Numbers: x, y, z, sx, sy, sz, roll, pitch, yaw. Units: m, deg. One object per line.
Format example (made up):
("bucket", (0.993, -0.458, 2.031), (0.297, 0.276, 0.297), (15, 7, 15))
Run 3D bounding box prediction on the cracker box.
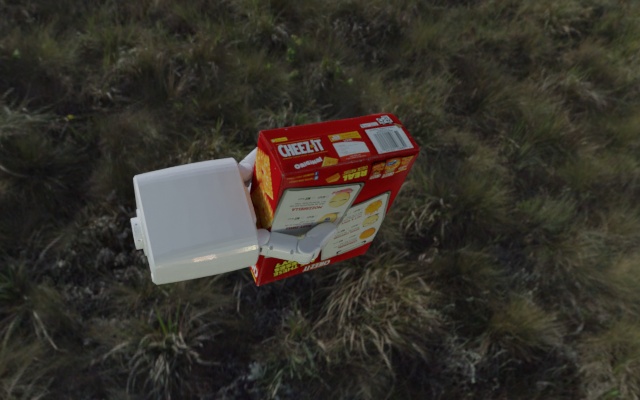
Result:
("cracker box", (0.000, 0.002, 0.568), (0.164, 0.072, 0.214), (-13, -33, -24))
